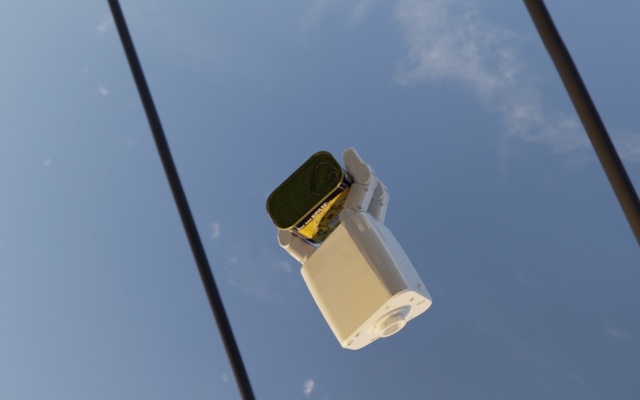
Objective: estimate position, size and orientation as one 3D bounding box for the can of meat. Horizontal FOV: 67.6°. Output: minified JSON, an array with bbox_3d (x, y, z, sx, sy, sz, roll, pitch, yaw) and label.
[{"bbox_3d":[0.000,0.002,0.577,0.102,0.057,0.084,-42,-36,10],"label":"can of meat"}]
